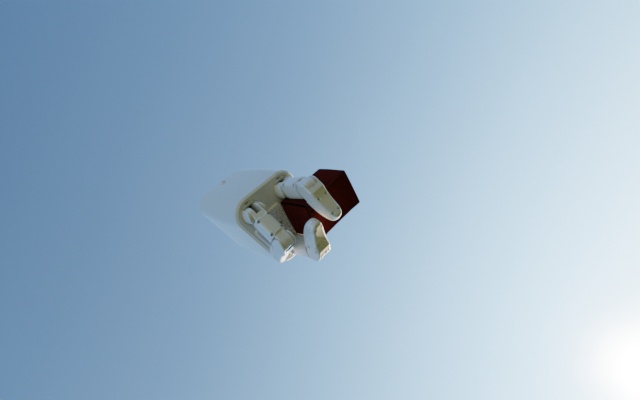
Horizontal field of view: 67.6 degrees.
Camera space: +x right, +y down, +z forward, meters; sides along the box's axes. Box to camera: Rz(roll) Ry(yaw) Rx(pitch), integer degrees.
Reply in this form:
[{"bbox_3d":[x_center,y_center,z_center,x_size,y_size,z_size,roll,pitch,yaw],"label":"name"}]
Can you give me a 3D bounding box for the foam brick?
[{"bbox_3d":[0.000,0.002,0.607,0.078,0.053,0.051,-42,30,-29],"label":"foam brick"}]
